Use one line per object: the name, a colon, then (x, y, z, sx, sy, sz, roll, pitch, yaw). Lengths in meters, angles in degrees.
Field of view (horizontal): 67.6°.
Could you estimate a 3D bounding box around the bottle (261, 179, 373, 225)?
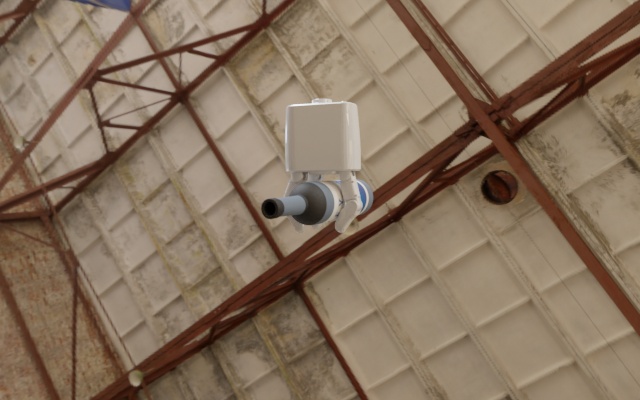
bottle: (0.000, 0.003, 0.755, 0.069, 0.069, 0.295, 0, 3, 27)
